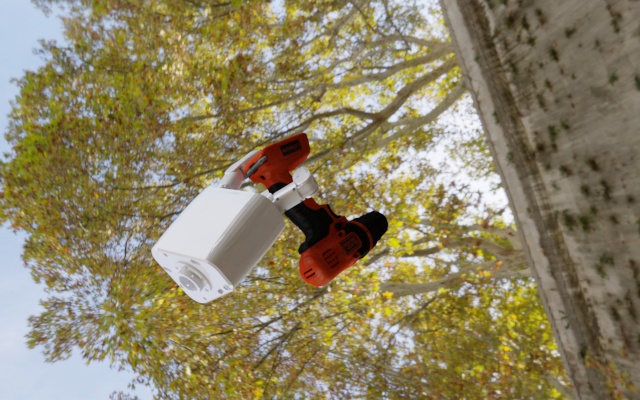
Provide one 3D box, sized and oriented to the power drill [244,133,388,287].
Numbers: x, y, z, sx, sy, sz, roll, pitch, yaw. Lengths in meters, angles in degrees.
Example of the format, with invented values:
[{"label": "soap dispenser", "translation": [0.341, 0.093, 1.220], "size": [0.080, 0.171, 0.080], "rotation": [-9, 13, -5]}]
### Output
[{"label": "power drill", "translation": [0.000, 0.002, 0.637], "size": [0.057, 0.187, 0.184], "rotation": [-40, -6, 38]}]
